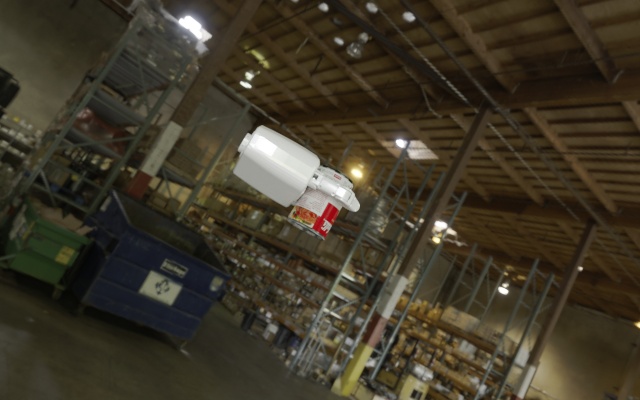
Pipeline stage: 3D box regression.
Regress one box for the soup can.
[{"bbox_3d":[0.001,0.002,0.754,0.068,0.102,0.068,28,-10,6],"label":"soup can"}]
